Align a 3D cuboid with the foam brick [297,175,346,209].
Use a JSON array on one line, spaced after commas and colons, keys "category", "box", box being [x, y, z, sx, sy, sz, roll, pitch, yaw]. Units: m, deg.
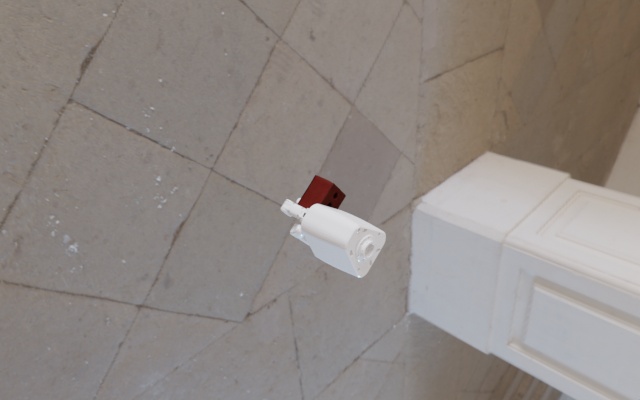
[{"category": "foam brick", "box": [0.000, 0.003, 0.892, 0.051, 0.078, 0.053, 23, -13, 41]}]
